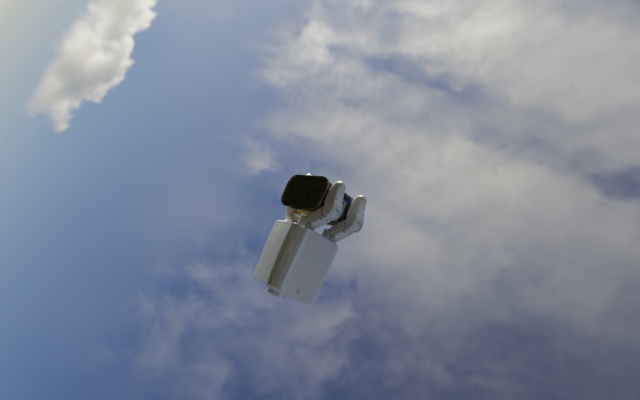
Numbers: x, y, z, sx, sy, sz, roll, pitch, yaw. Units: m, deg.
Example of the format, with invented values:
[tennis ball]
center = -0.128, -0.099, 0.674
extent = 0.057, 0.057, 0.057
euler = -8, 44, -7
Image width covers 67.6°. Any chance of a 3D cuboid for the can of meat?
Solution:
[can of meat]
center = 0.000, 0.003, 0.788
extent = 0.084, 0.057, 0.102
euler = 33, -17, -38
